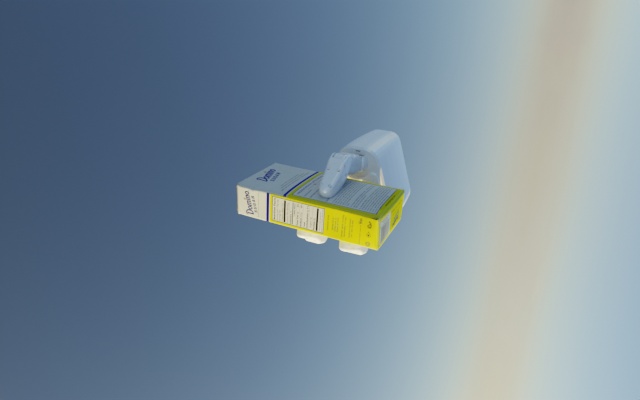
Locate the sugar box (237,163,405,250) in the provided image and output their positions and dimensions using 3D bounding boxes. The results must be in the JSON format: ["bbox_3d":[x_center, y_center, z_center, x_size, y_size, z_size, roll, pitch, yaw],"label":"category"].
[{"bbox_3d":[0.000,0.002,0.563,0.176,0.048,0.093,11,24,23],"label":"sugar box"}]
